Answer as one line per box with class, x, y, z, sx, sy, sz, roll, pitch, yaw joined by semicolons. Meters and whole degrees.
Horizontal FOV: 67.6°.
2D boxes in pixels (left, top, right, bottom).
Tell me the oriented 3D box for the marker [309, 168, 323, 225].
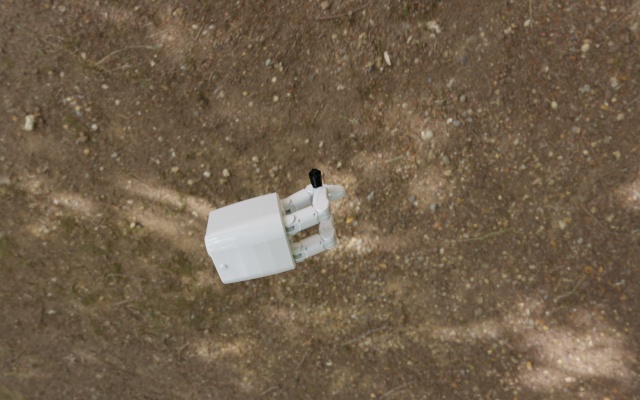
marker;0.000;0.002;0.719;0.020;0.121;0.020;-7;39;6
